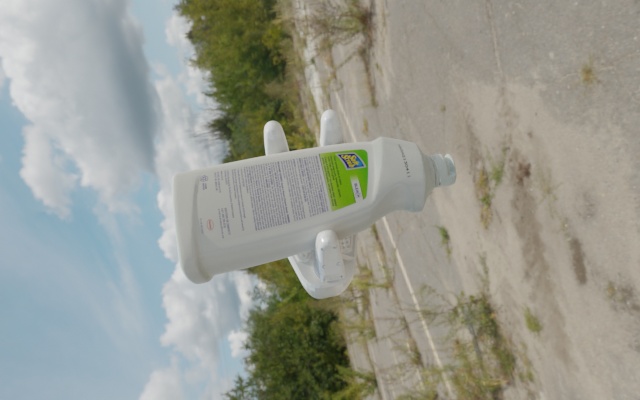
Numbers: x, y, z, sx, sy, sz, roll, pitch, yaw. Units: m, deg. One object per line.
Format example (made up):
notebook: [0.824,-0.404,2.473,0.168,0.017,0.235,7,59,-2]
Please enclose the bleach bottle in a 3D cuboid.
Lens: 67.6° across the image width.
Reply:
bleach bottle: [0.000,0.001,0.434,0.251,0.102,0.068,-11,-19,-3]
